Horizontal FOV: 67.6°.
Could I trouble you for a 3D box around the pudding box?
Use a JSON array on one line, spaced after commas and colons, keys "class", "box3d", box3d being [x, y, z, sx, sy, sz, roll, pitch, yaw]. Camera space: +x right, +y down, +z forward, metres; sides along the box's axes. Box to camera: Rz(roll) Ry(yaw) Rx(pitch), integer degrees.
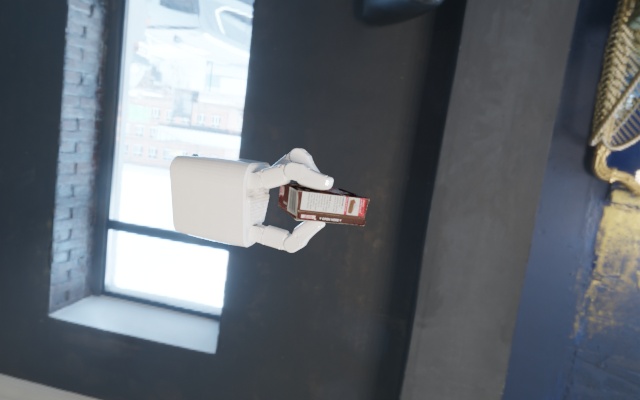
[{"class": "pudding box", "box3d": [0.000, 0.002, 0.611, 0.090, 0.039, 0.113, 6, 8, -16]}]
